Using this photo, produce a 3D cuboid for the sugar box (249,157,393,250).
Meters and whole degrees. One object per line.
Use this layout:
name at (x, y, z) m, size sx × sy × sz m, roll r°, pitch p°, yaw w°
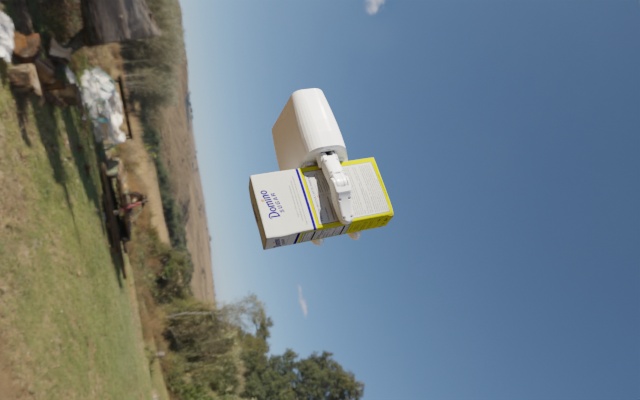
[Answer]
sugar box at (0.000, 0.002, 0.634) m, size 0.176 × 0.093 × 0.048 m, roll -10°, pitch -25°, yaw -15°
